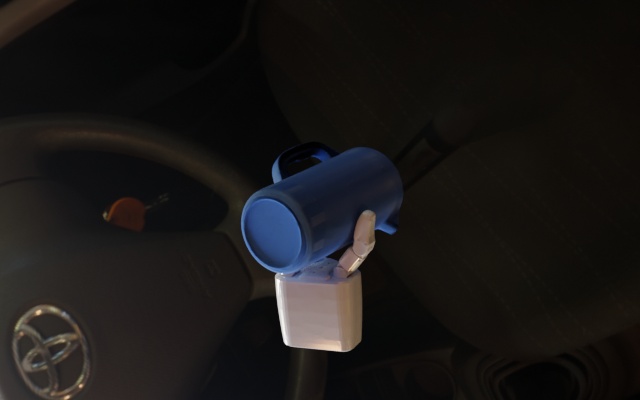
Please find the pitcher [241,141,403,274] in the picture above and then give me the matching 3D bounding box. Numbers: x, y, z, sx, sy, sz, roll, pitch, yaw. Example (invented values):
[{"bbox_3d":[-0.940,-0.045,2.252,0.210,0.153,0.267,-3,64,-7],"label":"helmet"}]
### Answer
[{"bbox_3d":[0.000,0.002,0.663,0.149,0.145,0.243,6,17,32],"label":"pitcher"}]
